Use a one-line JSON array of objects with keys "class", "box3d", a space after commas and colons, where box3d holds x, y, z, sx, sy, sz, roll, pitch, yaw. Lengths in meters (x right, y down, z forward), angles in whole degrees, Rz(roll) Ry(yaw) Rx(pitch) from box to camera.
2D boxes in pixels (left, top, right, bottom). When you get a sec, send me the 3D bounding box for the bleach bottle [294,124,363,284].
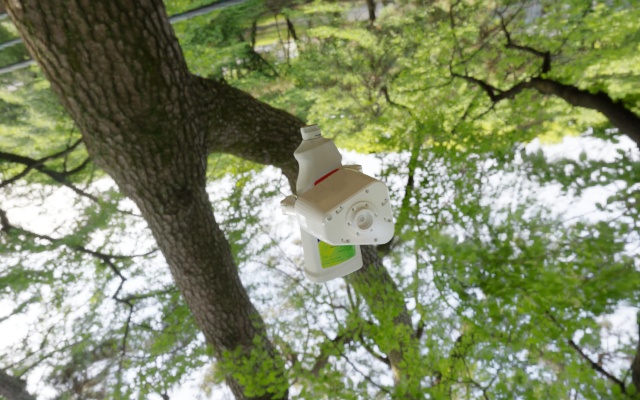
[{"class": "bleach bottle", "box3d": [0.000, 0.003, 0.784, 0.102, 0.251, 0.068, -18, 17, -20]}]
